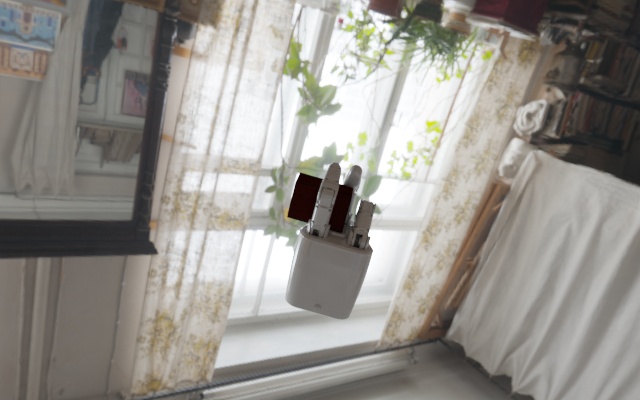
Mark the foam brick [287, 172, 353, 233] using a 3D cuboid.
[{"bbox_3d":[0.000,0.002,0.637,0.078,0.051,0.053,16,19,2],"label":"foam brick"}]
